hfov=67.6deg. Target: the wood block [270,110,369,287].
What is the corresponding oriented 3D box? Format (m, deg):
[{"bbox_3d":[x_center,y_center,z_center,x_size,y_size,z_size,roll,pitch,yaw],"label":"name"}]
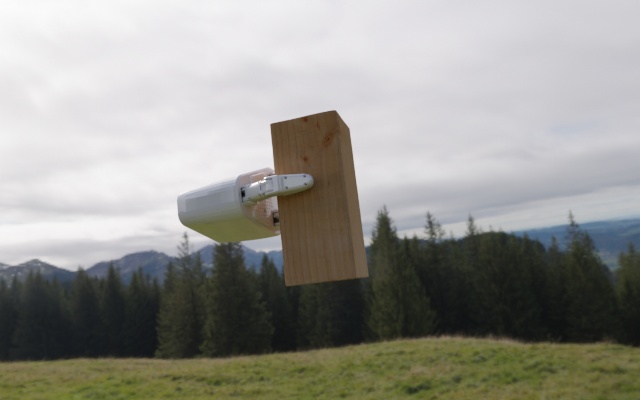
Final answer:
[{"bbox_3d":[0.000,0.002,0.618,0.090,0.206,0.091,-9,-10,15],"label":"wood block"}]
